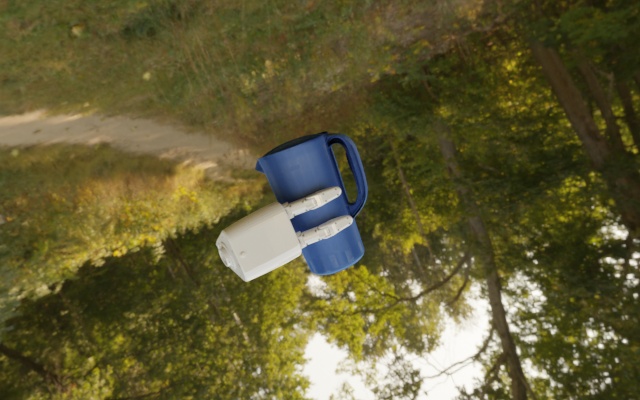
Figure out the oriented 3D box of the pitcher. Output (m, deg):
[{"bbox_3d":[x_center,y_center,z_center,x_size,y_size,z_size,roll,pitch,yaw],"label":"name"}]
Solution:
[{"bbox_3d":[0.000,0.003,0.858,0.145,0.243,0.149,-27,12,-25],"label":"pitcher"}]
